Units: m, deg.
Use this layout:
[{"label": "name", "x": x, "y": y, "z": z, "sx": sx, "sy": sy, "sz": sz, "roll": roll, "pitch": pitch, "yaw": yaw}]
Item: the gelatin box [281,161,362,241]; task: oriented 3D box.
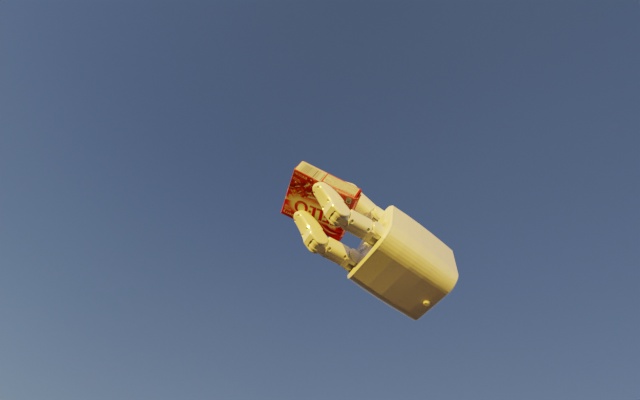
[{"label": "gelatin box", "x": 0.000, "y": 0.002, "z": 0.616, "sx": 0.089, "sy": 0.073, "sz": 0.030, "roll": 27, "pitch": 36, "yaw": 10}]
